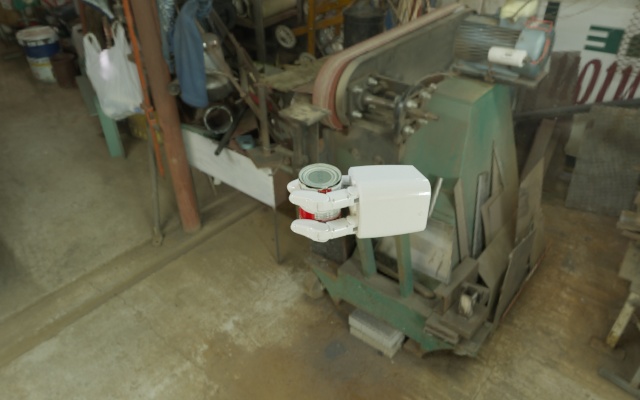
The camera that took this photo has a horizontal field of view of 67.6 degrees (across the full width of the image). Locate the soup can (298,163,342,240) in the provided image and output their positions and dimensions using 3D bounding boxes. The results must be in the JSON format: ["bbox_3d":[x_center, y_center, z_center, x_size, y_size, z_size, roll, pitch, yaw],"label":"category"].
[{"bbox_3d":[0.000,0.002,0.744,0.068,0.102,0.068,0,37,0],"label":"soup can"}]
